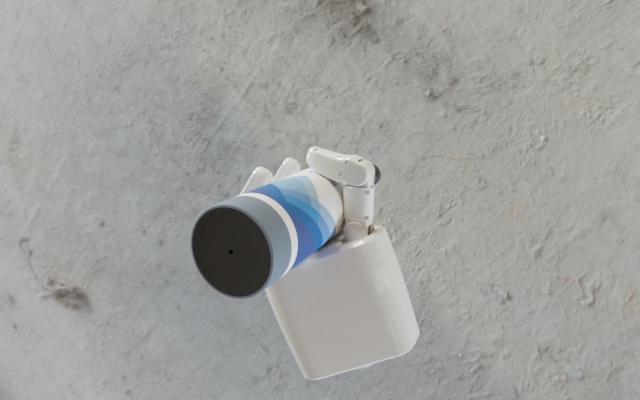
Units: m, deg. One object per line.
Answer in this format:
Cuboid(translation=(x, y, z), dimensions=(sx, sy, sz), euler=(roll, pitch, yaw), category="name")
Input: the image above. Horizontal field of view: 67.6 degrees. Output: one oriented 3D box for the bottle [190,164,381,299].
Cuboid(translation=(0.000, 0.001, 0.445), dimensions=(0.069, 0.069, 0.295), euler=(0, 13, 25), category="bottle")
